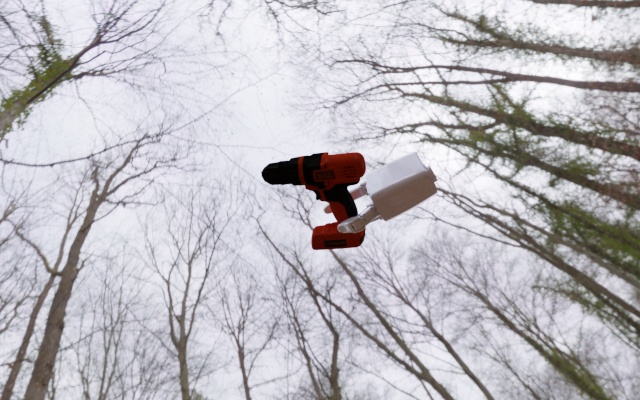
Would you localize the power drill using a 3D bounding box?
[{"bbox_3d":[0.001,0.003,0.858,0.184,0.188,0.057,-4,35,16],"label":"power drill"}]
